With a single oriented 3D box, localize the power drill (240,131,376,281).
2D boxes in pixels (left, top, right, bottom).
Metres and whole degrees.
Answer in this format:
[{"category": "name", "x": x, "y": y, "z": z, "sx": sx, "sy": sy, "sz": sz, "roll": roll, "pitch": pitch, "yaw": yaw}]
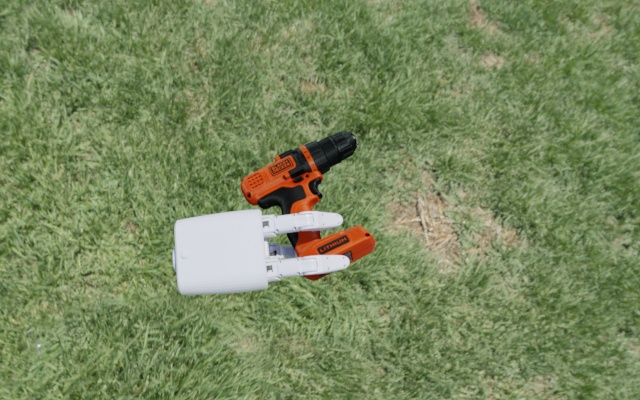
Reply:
[{"category": "power drill", "x": 0.000, "y": 0.003, "z": 0.666, "sx": 0.184, "sy": 0.187, "sz": 0.057, "roll": -28, "pitch": -30, "yaw": -3}]
